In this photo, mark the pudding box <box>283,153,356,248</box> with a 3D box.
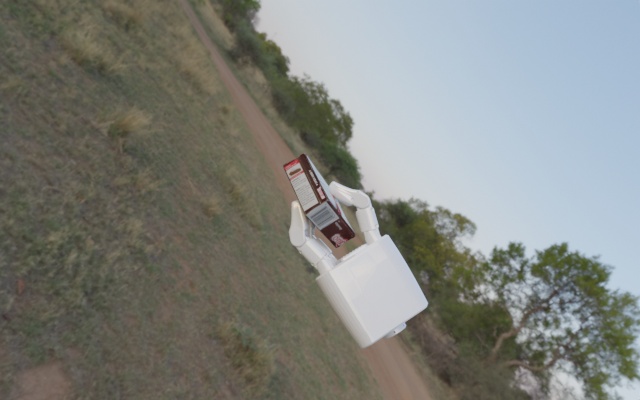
[{"bbox_3d":[0.000,0.002,0.650,0.039,0.090,0.113,-30,-36,4],"label":"pudding box"}]
